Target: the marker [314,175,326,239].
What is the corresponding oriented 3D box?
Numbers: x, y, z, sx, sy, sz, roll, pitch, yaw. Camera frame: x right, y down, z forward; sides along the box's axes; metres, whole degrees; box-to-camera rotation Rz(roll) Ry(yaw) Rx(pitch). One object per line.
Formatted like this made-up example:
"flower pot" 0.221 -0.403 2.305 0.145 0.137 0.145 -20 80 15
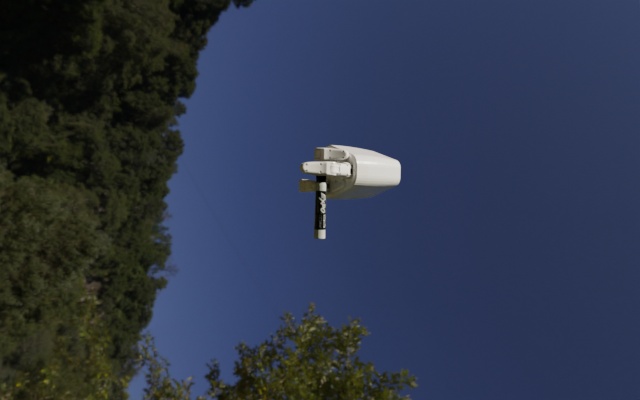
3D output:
"marker" 0.000 0.003 0.789 0.020 0.121 0.020 2 1 0
